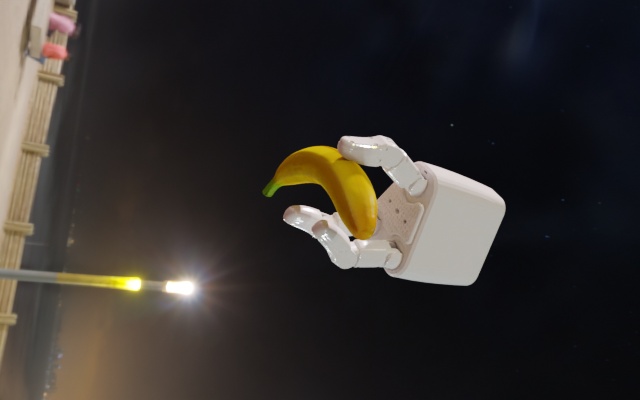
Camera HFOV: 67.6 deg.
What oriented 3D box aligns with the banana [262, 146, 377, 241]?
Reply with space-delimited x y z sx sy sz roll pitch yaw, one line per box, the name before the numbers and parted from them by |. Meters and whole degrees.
banana | 0.004 -0.017 0.453 0.037 0.069 0.197 18 1 -30
